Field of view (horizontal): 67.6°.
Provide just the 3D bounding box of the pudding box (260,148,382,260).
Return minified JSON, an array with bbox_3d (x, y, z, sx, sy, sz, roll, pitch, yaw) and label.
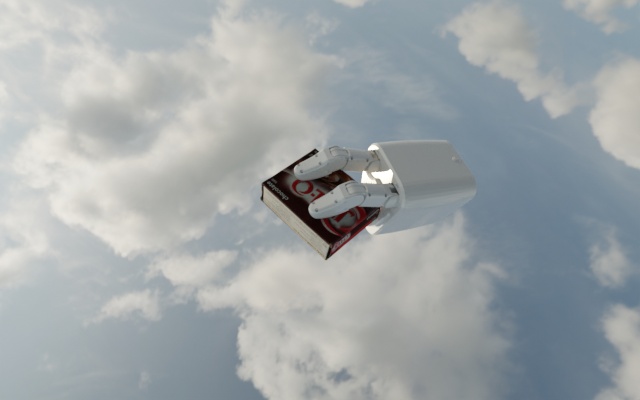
[{"bbox_3d":[0.000,0.002,0.554,0.113,0.039,0.090,39,54,21],"label":"pudding box"}]
